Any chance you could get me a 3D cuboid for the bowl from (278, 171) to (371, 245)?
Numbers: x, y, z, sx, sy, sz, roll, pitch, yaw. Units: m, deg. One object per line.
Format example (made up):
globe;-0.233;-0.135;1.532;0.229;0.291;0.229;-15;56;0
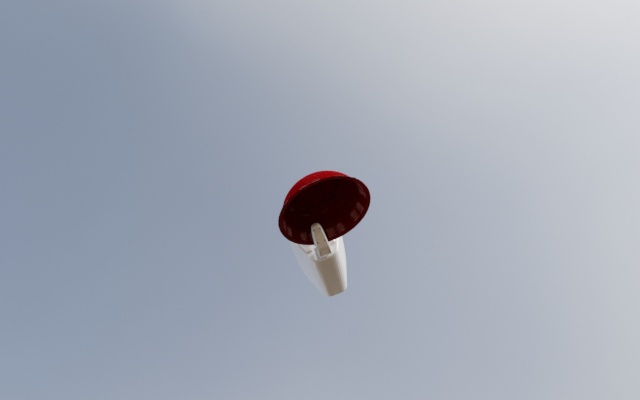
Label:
bowl;0.000;0.001;0.805;0.162;0.162;0.055;0;44;-27
